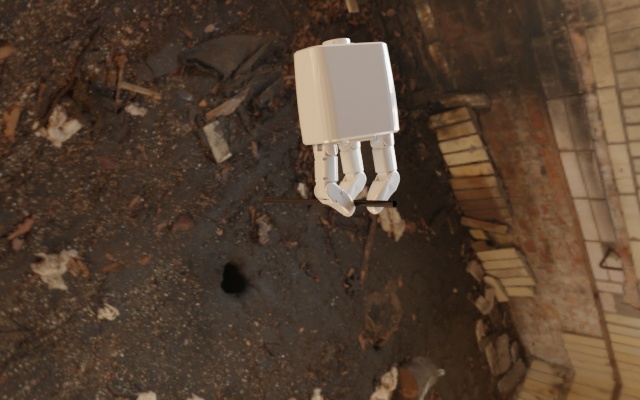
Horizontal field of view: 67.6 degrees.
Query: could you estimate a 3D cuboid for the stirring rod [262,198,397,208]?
[{"bbox_3d":[0.000,0.002,0.621,0.011,0.011,0.239,0,1,-44],"label":"stirring rod"}]
